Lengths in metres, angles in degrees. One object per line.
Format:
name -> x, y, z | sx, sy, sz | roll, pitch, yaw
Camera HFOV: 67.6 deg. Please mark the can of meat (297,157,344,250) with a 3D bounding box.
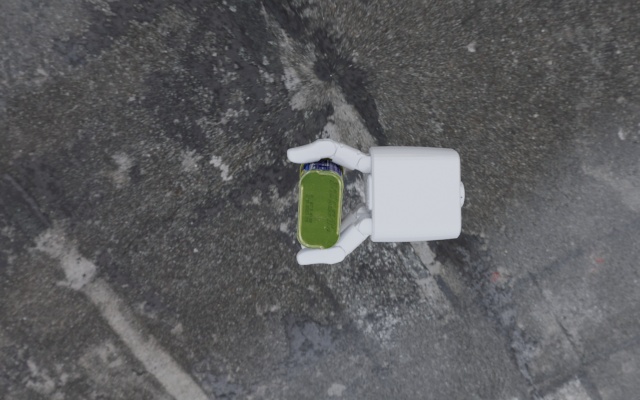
can of meat -> 0.000, 0.002, 0.593 | 0.057, 0.102, 0.084 | 3, 15, 0
